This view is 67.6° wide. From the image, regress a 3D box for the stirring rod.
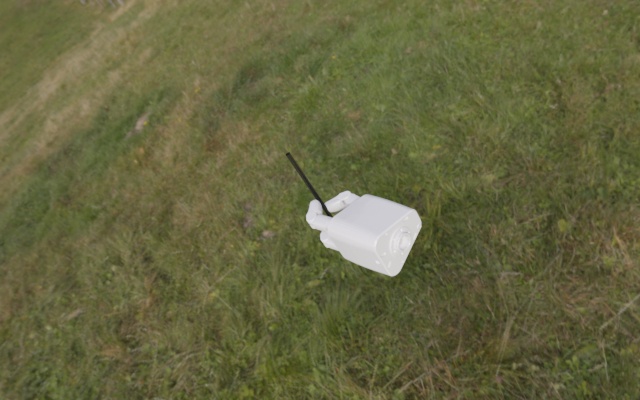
[{"bbox_3d":[0.000,0.003,0.865,0.011,0.011,0.240,0,-42,37],"label":"stirring rod"}]
